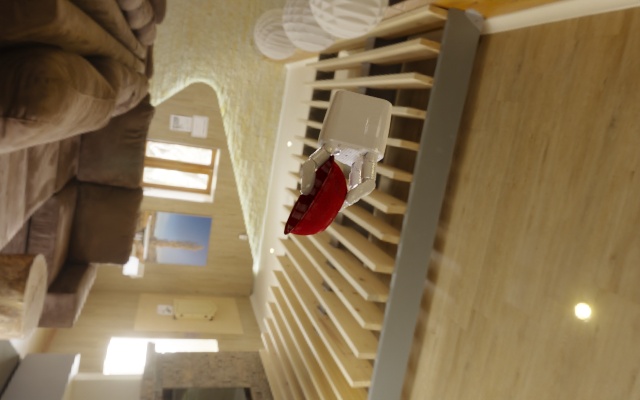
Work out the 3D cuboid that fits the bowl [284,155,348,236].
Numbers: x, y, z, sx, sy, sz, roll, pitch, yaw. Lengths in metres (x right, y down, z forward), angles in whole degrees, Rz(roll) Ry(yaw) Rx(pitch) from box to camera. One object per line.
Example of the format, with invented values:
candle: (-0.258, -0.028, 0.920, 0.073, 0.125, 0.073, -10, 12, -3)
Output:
bowl: (0.000, 0.004, 0.829, 0.055, 0.162, 0.162, 32, -6, -10)
